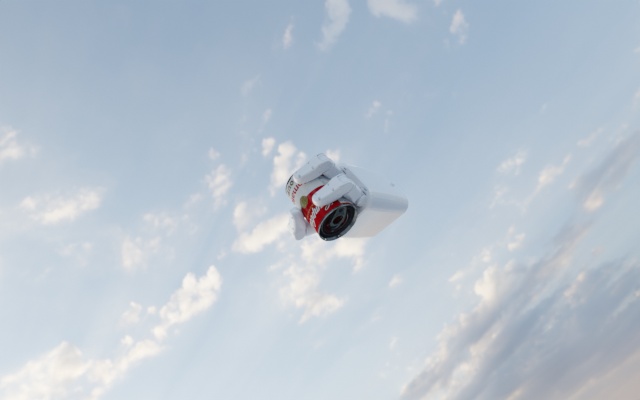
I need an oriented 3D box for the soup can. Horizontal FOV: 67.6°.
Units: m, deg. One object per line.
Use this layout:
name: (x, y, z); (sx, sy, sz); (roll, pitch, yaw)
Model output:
soup can: (0.000, 0.002, 0.718); (0.068, 0.068, 0.102); (0, 38, -41)
